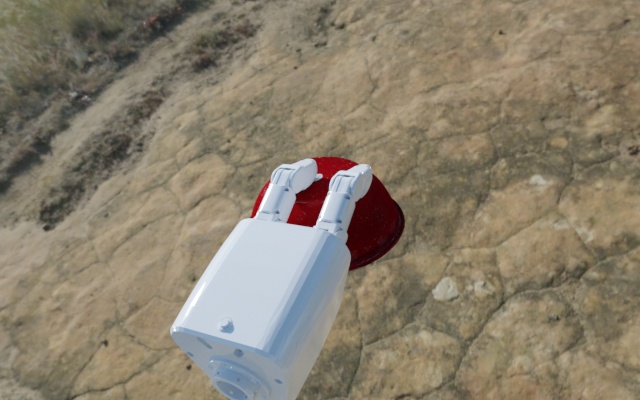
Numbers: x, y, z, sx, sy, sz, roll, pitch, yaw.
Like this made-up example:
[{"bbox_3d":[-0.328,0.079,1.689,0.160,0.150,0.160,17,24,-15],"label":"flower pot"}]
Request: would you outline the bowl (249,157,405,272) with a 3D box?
[{"bbox_3d":[0.000,0.000,0.466,0.162,0.055,0.162,-6,31,3],"label":"bowl"}]
